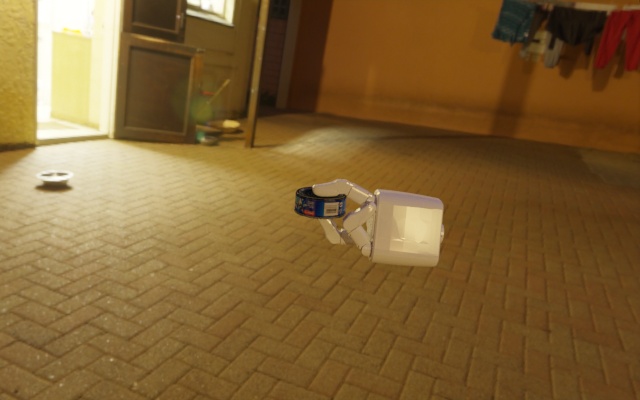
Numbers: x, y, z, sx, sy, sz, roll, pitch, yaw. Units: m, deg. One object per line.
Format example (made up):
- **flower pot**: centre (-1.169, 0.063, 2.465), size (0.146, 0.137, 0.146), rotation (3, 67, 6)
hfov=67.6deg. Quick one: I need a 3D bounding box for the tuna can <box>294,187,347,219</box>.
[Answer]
- **tuna can**: centre (0.000, 0.002, 0.788), size (0.086, 0.034, 0.086), rotation (4, 15, -1)
